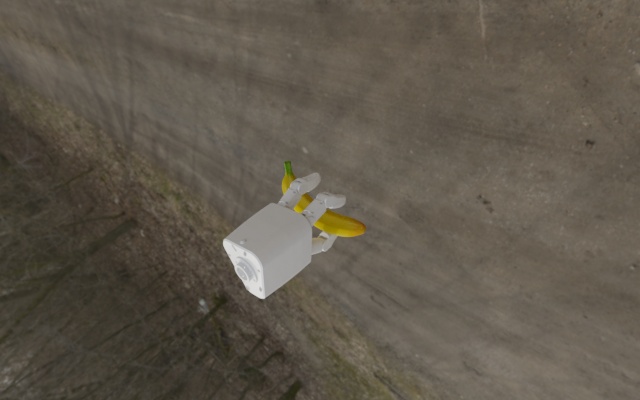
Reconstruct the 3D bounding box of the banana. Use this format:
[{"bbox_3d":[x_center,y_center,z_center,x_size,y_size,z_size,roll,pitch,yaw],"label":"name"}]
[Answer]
[{"bbox_3d":[-0.006,0.013,0.835,0.197,0.070,0.037,39,49,22],"label":"banana"}]
